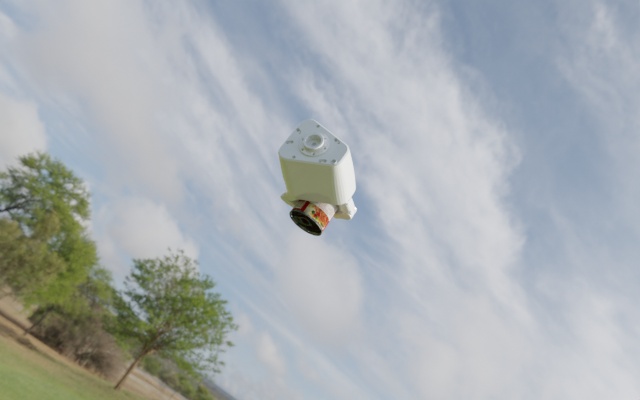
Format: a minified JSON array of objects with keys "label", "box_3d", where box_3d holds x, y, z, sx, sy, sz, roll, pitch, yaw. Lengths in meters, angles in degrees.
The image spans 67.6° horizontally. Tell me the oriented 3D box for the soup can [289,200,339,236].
[{"label":"soup can","box_3d":[0.000,0.003,0.852,0.068,0.102,0.068,28,-26,15]}]
